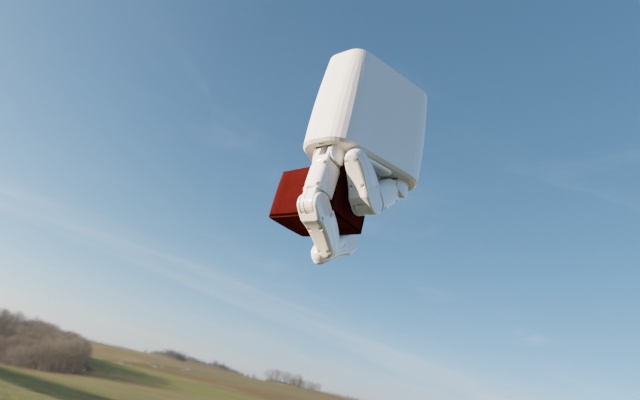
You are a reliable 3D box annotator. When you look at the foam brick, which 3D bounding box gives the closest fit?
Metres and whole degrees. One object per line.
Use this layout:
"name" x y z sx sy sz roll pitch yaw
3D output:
"foam brick" 0.000 0.002 0.463 0.078 0.051 0.053 -6 -29 38
